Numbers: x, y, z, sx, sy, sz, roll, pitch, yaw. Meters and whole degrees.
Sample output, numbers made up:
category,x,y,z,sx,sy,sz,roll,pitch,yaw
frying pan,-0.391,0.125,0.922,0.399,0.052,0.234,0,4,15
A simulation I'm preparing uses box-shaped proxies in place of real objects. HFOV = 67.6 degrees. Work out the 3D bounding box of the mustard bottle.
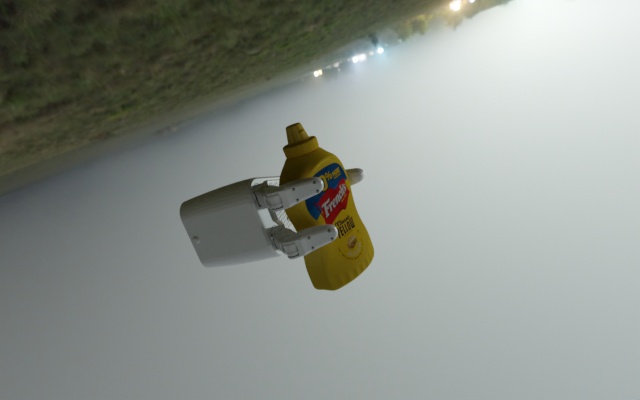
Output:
category,x,y,z,sx,sy,sz,roll,pitch,yaw
mustard bottle,0.000,0.002,0.561,0.058,0.192,0.096,-5,21,45
